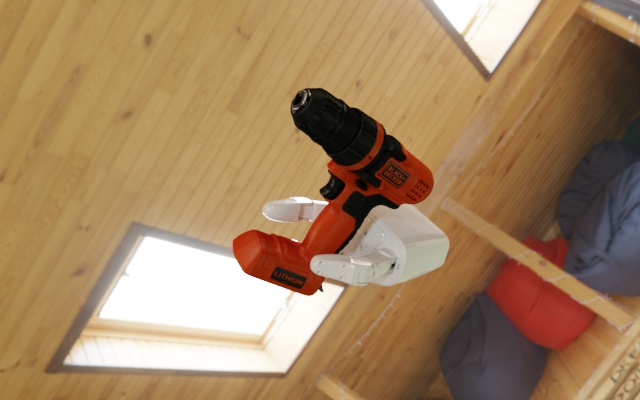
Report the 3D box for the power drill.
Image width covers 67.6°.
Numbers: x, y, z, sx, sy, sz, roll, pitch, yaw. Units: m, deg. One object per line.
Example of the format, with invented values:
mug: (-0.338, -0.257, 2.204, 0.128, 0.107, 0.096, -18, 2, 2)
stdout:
power drill: (0.000, 0.002, 0.461, 0.184, 0.188, 0.057, 30, 21, -38)
